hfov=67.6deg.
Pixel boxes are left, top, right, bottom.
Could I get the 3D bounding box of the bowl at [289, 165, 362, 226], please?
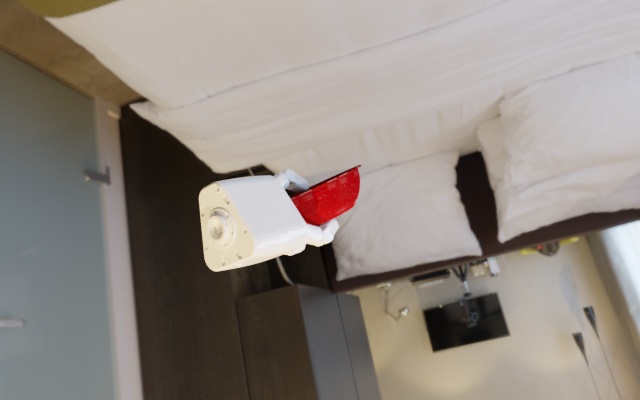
[{"bbox_3d":[0.001,0.002,0.735,0.162,0.055,0.162,-25,3,2],"label":"bowl"}]
